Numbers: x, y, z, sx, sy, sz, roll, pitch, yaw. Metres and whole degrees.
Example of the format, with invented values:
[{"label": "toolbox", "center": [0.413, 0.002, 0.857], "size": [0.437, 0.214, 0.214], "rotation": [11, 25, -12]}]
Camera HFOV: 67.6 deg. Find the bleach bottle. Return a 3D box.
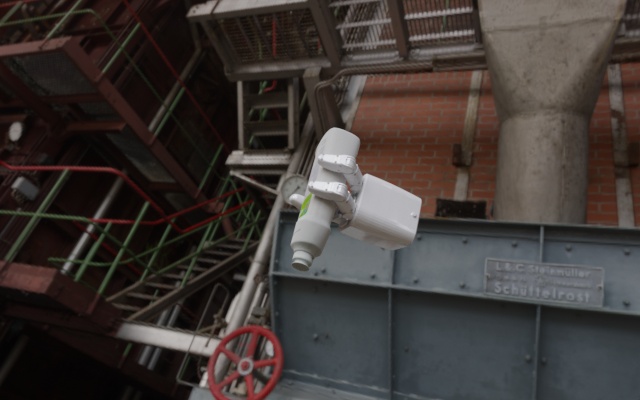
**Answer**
[{"label": "bleach bottle", "center": [0.000, 0.002, 0.791], "size": [0.068, 0.250, 0.103], "rotation": [22, -32, -7]}]
